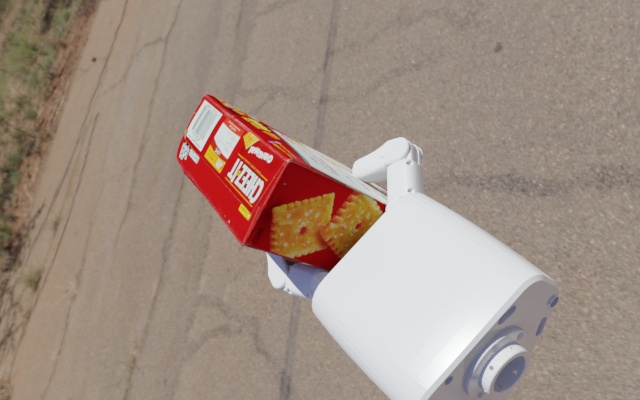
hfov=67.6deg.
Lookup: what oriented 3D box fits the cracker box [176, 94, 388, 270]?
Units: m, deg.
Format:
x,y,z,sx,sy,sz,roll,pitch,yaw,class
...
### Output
x,y,z,sx,sy,sz,roll,pitch,yaw,class
0.000,0.001,0.416,0.214,0.072,0.164,24,10,-40,cracker box
